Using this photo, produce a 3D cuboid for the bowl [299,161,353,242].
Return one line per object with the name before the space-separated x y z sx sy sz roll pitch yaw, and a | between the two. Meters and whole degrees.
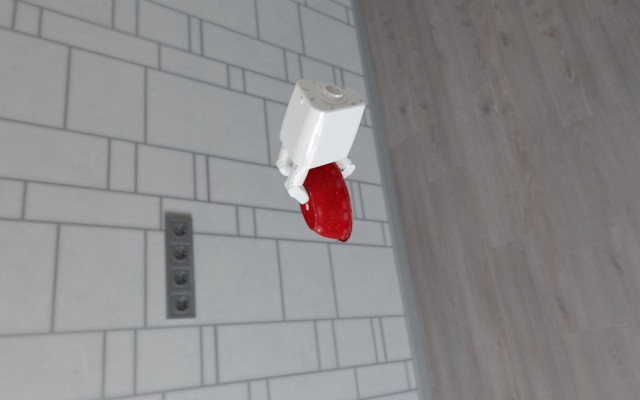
bowl | 0.000 0.004 0.856 0.055 0.162 0.162 -14 4 -17
